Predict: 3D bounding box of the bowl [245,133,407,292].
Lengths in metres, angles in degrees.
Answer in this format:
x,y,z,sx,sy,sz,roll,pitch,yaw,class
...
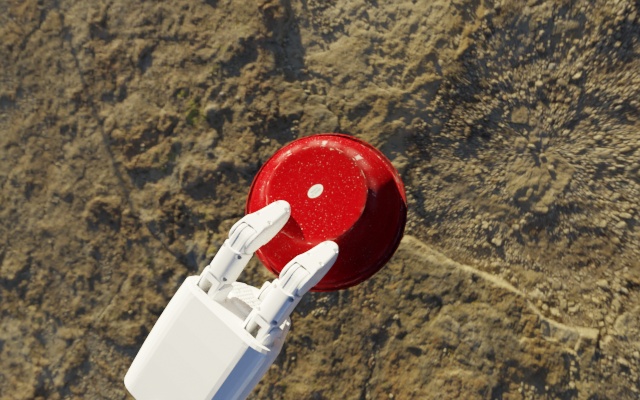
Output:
x,y,z,sx,sy,sz,roll,pitch,yaw,class
0.001,0.000,0.447,0.162,0.162,0.055,0,-16,9,bowl
